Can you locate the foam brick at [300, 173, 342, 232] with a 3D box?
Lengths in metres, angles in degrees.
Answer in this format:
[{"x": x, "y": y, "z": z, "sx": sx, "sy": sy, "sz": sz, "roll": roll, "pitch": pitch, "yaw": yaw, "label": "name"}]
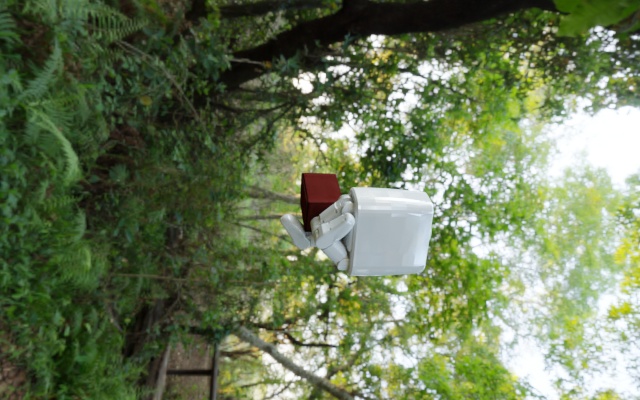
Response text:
[{"x": 0.000, "y": 0.002, "z": 0.682, "sx": 0.051, "sy": 0.053, "sz": 0.078, "roll": -1, "pitch": 36, "yaw": -8, "label": "foam brick"}]
